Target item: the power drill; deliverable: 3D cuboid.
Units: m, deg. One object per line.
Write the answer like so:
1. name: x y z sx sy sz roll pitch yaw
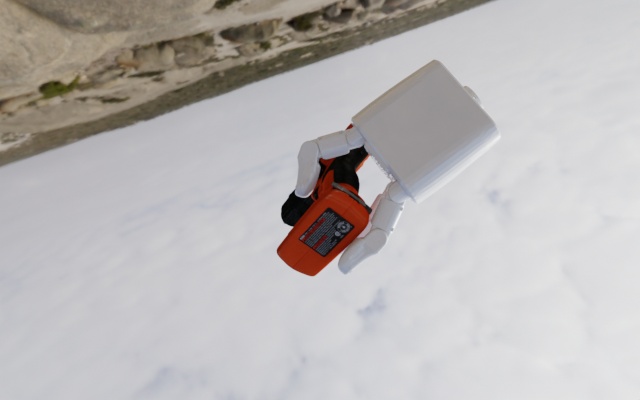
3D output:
1. power drill: 0.000 0.002 0.564 0.057 0.184 0.187 33 28 -14
